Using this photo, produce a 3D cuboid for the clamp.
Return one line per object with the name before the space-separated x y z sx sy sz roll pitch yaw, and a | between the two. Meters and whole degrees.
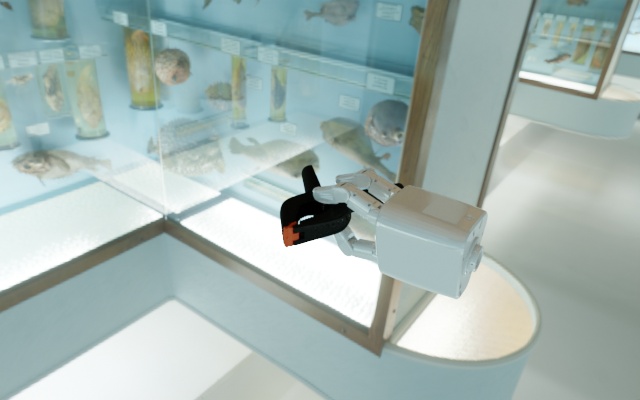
clamp | 0.000 0.003 0.654 0.164 0.036 0.210 16 30 30
